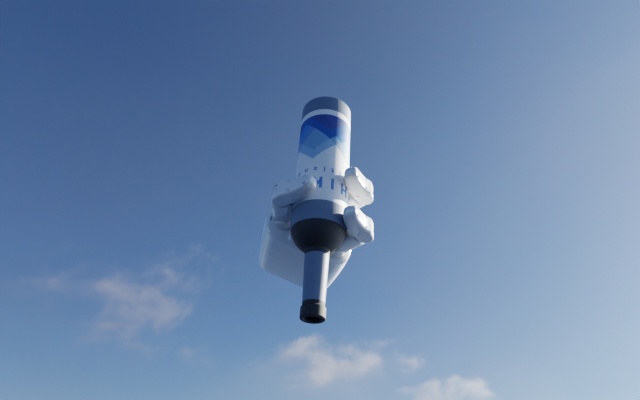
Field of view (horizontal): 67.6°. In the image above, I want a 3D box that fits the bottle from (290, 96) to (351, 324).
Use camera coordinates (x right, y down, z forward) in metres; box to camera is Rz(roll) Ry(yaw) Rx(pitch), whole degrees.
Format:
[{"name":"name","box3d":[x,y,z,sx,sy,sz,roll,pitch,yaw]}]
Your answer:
[{"name":"bottle","box3d":[0.000,0.002,0.576,0.069,0.295,0.069,3,-34,2]}]
